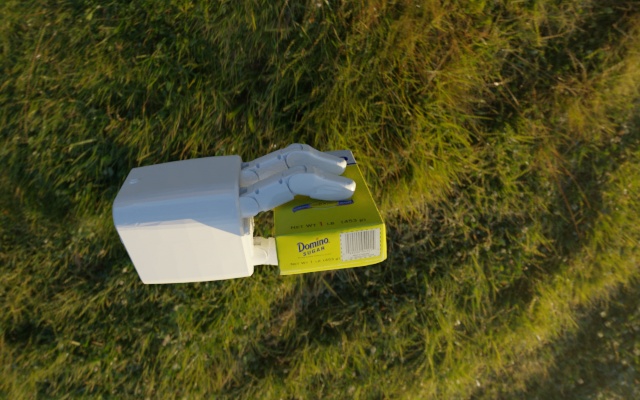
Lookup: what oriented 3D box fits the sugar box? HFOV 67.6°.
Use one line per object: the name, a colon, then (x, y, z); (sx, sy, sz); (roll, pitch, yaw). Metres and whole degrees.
sugar box: (0.000, 0.001, 0.470); (0.093, 0.048, 0.176); (-6, 29, -4)
